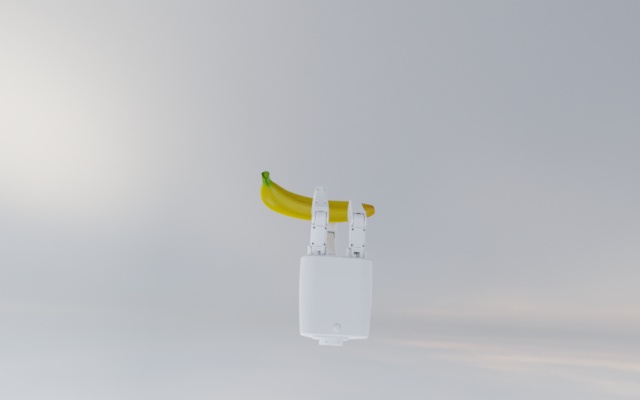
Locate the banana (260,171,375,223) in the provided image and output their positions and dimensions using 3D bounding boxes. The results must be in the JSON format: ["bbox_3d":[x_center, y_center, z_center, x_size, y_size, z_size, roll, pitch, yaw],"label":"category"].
[{"bbox_3d":[-0.013,0.007,0.717,0.198,0.037,0.070,15,-26,-29],"label":"banana"}]
